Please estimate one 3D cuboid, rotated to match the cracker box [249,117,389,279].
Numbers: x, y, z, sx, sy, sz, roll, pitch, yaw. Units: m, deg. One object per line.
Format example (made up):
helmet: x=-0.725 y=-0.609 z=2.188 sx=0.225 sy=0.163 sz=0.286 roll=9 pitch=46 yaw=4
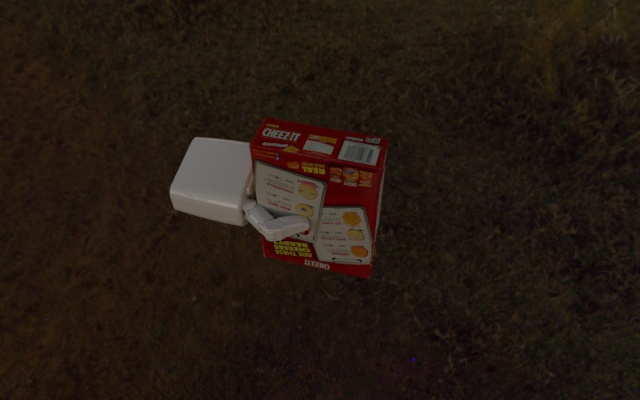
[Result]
cracker box: x=0.000 y=0.002 z=0.649 sx=0.164 sy=0.214 sz=0.072 roll=11 pitch=46 yaw=11
